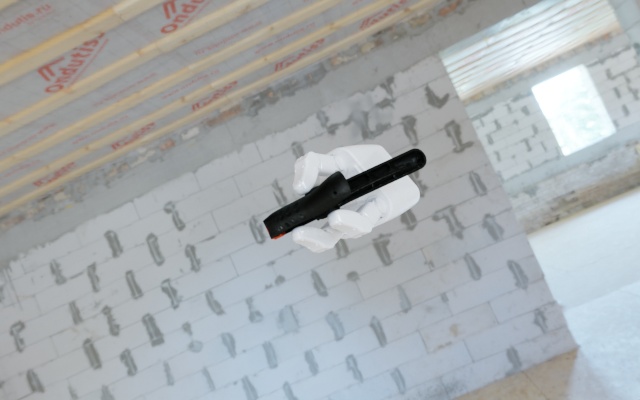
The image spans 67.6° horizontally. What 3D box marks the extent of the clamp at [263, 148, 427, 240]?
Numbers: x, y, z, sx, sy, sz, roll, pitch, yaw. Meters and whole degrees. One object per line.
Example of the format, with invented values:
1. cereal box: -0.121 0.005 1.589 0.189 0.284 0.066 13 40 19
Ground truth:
1. clamp: -0.001 0.001 0.533 0.210 0.036 0.164 -27 -6 34
